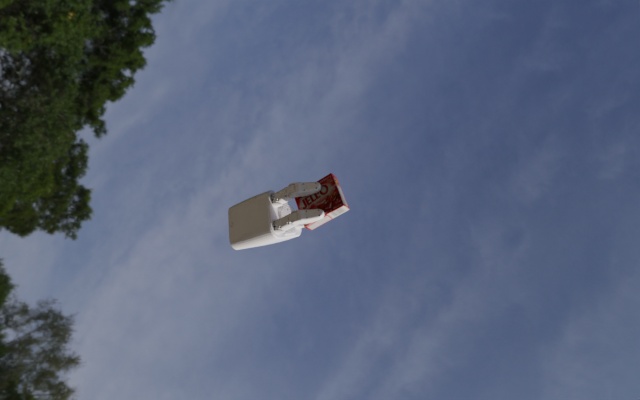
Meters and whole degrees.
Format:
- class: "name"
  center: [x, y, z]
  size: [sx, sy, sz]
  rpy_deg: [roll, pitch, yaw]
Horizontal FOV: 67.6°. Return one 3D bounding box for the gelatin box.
- class: "gelatin box"
  center: [0.001, 0.003, 0.889]
  size: [0.089, 0.073, 0.030]
  rpy_deg: [-29, -29, 17]
